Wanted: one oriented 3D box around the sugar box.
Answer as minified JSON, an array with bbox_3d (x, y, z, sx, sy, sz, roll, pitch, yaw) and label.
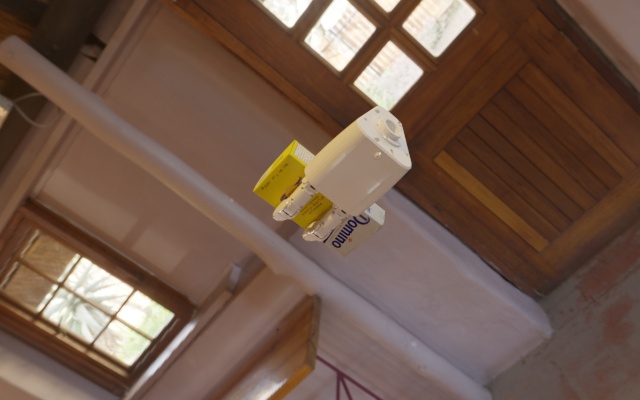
[{"bbox_3d":[0.000,0.002,0.699,0.093,0.176,0.048,-43,17,34],"label":"sugar box"}]
